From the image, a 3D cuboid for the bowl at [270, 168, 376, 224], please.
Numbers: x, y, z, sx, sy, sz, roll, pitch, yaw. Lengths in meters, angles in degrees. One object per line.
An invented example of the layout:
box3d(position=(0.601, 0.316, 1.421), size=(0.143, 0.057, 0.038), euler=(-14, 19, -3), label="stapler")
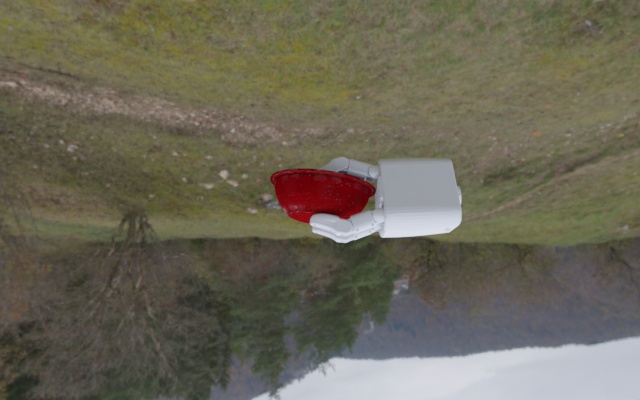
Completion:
box3d(position=(-0.001, 0.003, 0.718), size=(0.162, 0.055, 0.162), euler=(7, -13, 2), label="bowl")
